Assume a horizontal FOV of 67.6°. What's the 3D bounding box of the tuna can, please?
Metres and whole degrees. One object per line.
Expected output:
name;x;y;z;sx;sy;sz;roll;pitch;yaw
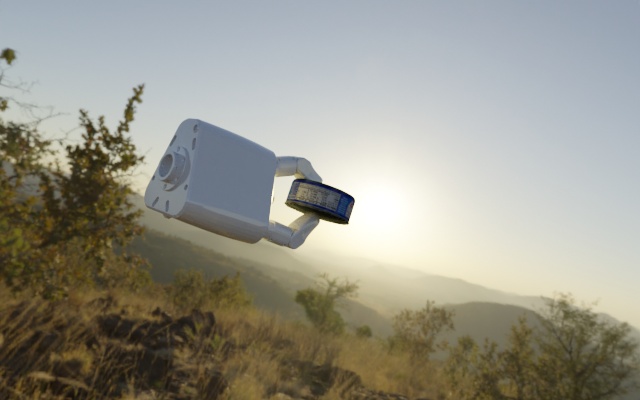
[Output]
tuna can;0.000;0.001;0.603;0.086;0.033;0.086;18;-9;3
